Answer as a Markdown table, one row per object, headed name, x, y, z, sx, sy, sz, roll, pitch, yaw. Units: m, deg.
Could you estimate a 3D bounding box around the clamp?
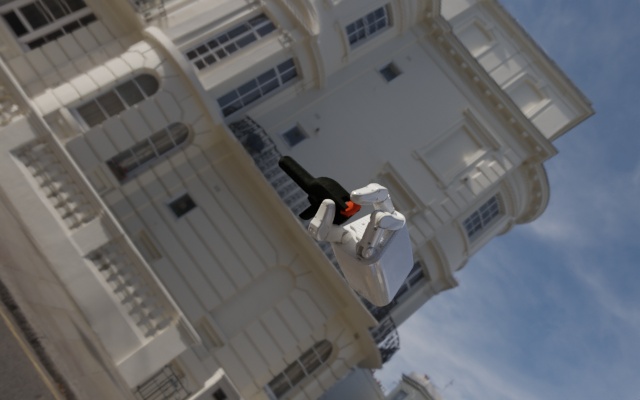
| name | x | y | z | sx | sy | sz | roll | pitch | yaw |
| --- | --- | --- | --- | --- | --- | --- | --- | --- | --- |
| clamp | 0.001 | 0.002 | 0.749 | 0.039 | 0.120 | 0.171 | -37 | 40 | -19 |
